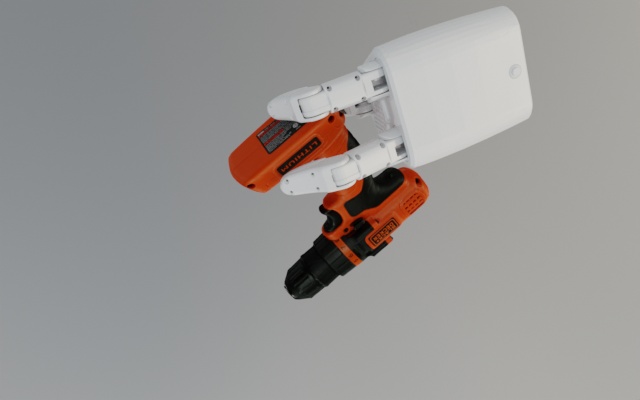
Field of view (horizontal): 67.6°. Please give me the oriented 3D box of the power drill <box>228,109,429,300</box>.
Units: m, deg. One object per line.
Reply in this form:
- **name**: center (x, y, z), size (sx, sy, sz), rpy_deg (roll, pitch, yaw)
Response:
- **power drill**: center (0.000, 0.001, 0.456), size (0.188, 0.184, 0.057), rpy_deg (45, 3, -44)
